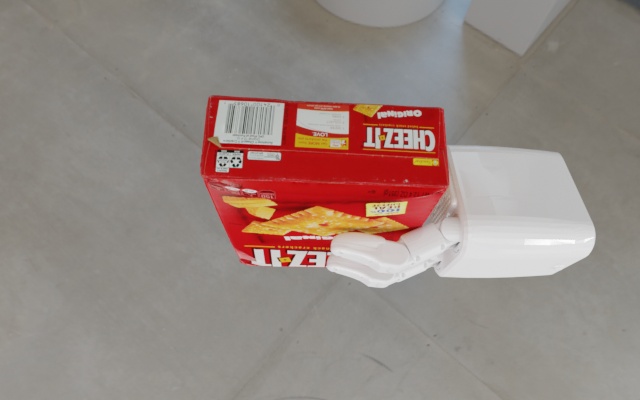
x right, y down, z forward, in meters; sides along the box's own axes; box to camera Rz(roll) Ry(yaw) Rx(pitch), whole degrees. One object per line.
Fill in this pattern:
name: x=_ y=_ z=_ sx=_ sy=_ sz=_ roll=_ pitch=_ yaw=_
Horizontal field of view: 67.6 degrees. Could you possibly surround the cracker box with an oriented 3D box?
cracker box: x=0.000 y=0.001 z=0.410 sx=0.164 sy=0.072 sz=0.214 roll=3 pitch=-23 yaw=-1
